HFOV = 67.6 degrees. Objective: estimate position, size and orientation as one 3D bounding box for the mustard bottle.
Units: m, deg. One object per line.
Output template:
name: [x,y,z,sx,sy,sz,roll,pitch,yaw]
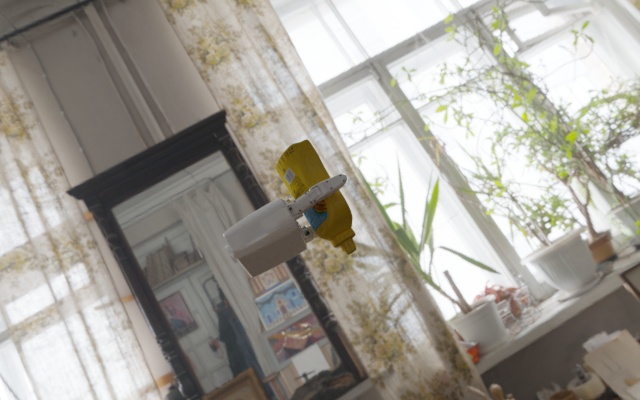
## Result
mustard bottle: [0.000,0.002,0.771,0.058,0.191,0.096,-23,-16,-31]
